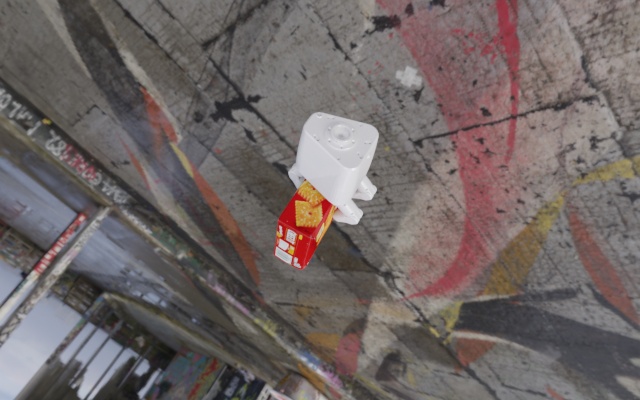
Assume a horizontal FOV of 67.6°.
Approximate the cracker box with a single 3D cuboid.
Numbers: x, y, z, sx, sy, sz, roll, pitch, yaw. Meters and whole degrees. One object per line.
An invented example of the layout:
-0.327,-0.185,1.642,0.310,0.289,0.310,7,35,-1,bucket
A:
0.000,0.003,0.864,0.072,0.213,0.164,29,-27,7,cracker box
